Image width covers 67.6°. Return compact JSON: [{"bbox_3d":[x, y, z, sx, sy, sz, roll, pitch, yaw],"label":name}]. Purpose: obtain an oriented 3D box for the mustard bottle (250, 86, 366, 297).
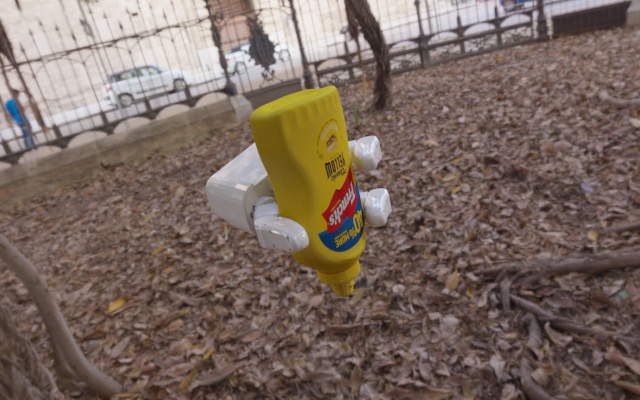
[{"bbox_3d":[0.000,0.001,0.430,0.058,0.192,0.096,-1,23,32],"label":"mustard bottle"}]
